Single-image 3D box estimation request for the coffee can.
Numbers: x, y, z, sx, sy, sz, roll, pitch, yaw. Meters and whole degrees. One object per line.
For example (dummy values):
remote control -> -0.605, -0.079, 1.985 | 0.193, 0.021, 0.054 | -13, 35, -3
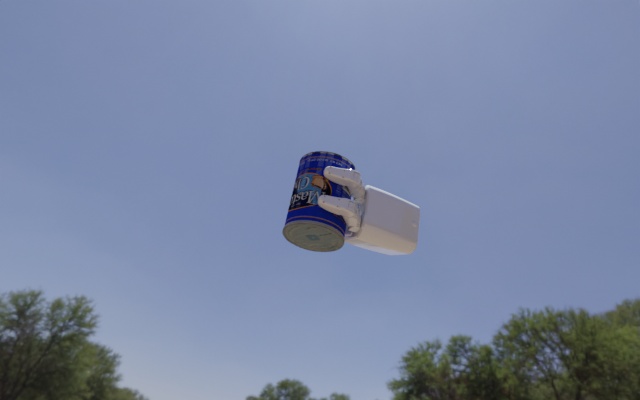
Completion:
coffee can -> 0.000, 0.003, 0.810 | 0.103, 0.140, 0.103 | 9, -29, 5
